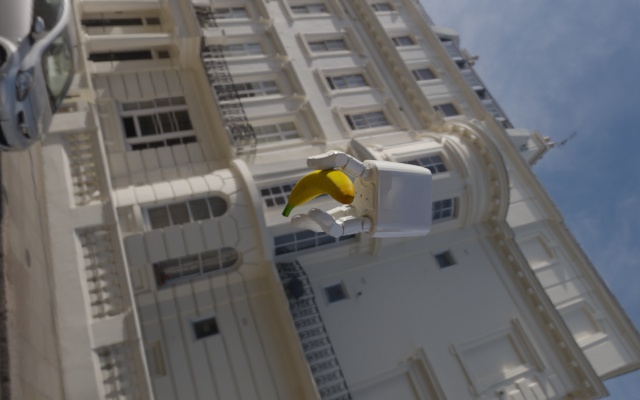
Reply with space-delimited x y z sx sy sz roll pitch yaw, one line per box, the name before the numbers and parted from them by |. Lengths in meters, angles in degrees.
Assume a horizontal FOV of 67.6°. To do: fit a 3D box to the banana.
banana | 0.001 -0.015 0.710 0.037 0.069 0.198 16 -15 -25
